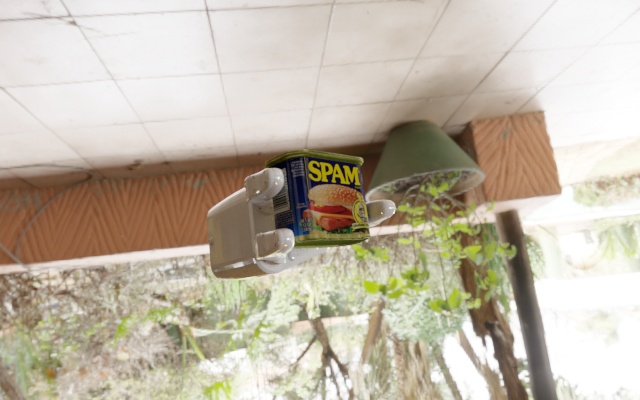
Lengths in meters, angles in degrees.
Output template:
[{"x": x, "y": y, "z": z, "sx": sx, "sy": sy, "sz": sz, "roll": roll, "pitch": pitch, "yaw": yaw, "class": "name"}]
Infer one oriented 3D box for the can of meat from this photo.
[{"x": 0.000, "y": 0.002, "z": 0.466, "sx": 0.102, "sy": 0.084, "sz": 0.057, "roll": 4, "pitch": -15, "yaw": -44, "class": "can of meat"}]
